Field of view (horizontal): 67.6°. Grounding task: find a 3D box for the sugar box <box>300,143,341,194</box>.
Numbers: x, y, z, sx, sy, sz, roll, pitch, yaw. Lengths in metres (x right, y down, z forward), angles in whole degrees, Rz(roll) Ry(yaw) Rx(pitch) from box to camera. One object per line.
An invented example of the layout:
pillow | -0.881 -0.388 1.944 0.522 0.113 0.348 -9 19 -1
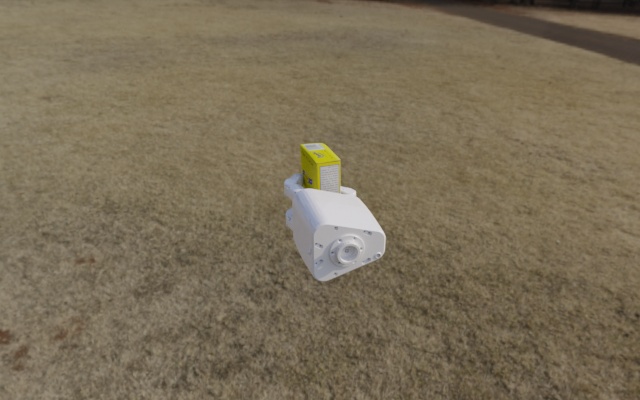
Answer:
sugar box | 0.000 0.003 0.782 0.048 0.176 0.093 -7 26 -16
